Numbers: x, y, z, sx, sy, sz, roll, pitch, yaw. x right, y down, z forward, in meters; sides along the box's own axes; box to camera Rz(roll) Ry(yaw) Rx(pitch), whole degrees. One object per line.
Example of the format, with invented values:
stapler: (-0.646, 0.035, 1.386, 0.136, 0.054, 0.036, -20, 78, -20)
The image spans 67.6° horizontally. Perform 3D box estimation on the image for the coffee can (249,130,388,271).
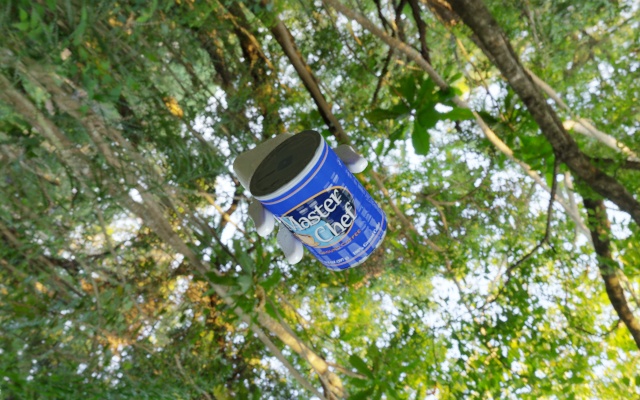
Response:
coffee can: (0.000, 0.002, 0.566, 0.103, 0.102, 0.140, 0, -40, 50)
